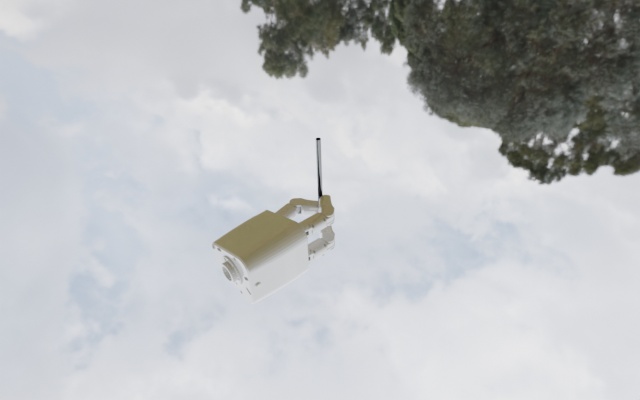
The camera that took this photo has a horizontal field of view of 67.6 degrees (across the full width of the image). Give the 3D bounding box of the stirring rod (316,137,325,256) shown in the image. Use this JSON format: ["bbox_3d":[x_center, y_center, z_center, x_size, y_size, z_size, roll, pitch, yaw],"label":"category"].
[{"bbox_3d":[0.000,0.002,0.779,0.011,0.240,0.011,-1,39,1],"label":"stirring rod"}]
